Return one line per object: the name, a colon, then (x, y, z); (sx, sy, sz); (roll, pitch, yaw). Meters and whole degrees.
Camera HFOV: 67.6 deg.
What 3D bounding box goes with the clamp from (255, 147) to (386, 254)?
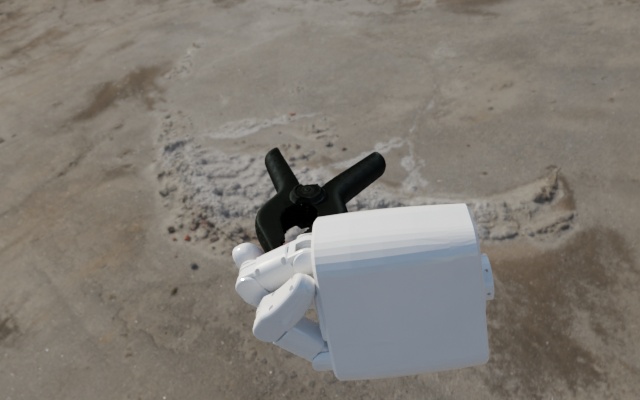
clamp: (0.000, 0.001, 0.421); (0.120, 0.039, 0.171); (-6, 38, 9)
